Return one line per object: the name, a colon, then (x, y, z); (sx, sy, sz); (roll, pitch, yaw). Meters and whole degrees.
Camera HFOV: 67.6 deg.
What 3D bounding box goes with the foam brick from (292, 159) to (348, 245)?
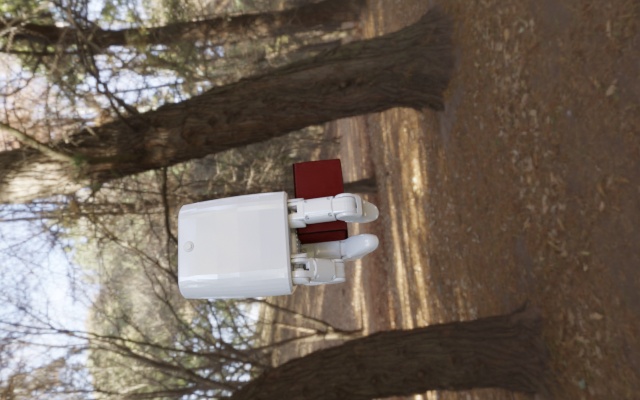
foam brick: (0.000, 0.001, 0.501); (0.051, 0.078, 0.053); (-5, -16, 3)
